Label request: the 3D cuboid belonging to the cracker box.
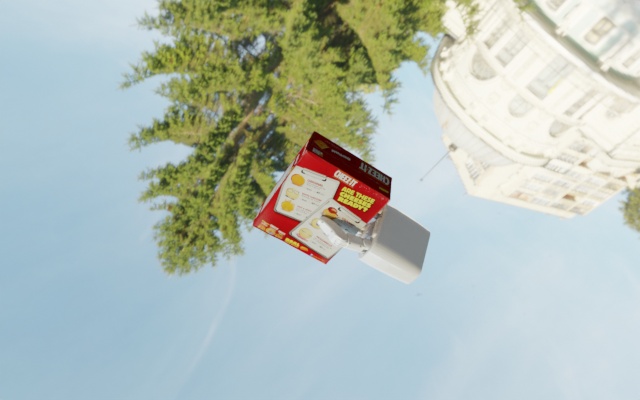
[{"bbox_3d":[0.000,0.003,0.852,0.164,0.072,0.214,30,-50,-12],"label":"cracker box"}]
